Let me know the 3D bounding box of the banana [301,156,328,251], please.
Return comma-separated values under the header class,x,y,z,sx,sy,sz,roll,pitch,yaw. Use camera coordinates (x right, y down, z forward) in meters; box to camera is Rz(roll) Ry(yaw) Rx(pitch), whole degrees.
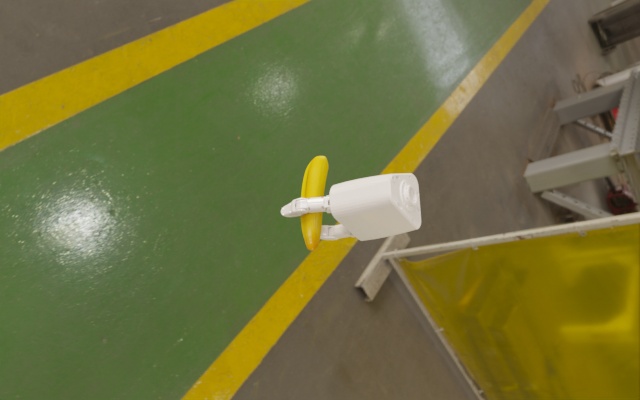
class,x,y,z,sx,sy,sz,roll,pitch,yaw
banana,-0.007,-0.011,0.816,0.037,0.197,0.070,-10,-43,23
